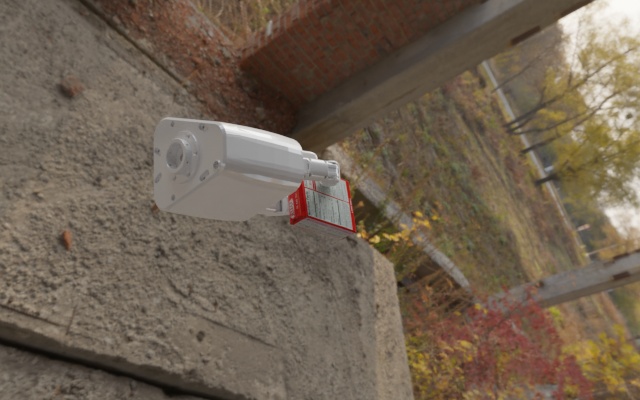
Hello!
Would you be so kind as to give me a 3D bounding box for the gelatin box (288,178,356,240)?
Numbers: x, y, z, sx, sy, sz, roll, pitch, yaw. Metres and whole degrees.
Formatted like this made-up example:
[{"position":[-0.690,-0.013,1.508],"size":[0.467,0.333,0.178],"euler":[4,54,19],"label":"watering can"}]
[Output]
[{"position":[0.001,0.002,0.579],"size":[0.089,0.073,0.030],"euler":[19,-37,-41],"label":"gelatin box"}]
